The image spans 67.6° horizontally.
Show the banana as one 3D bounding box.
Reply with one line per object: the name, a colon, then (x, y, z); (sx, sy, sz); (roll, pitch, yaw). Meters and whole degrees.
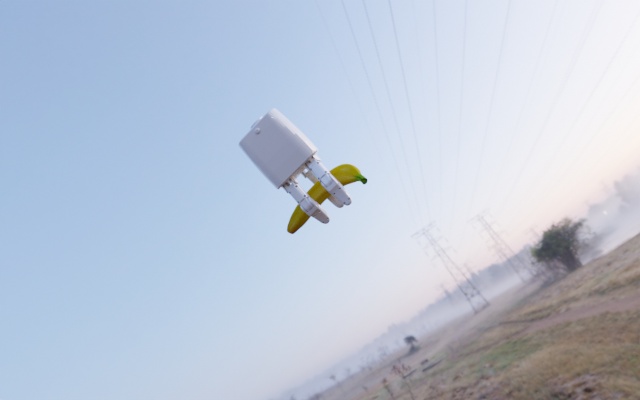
banana: (0.005, -0.011, 0.854); (0.037, 0.069, 0.198); (37, -53, -22)
